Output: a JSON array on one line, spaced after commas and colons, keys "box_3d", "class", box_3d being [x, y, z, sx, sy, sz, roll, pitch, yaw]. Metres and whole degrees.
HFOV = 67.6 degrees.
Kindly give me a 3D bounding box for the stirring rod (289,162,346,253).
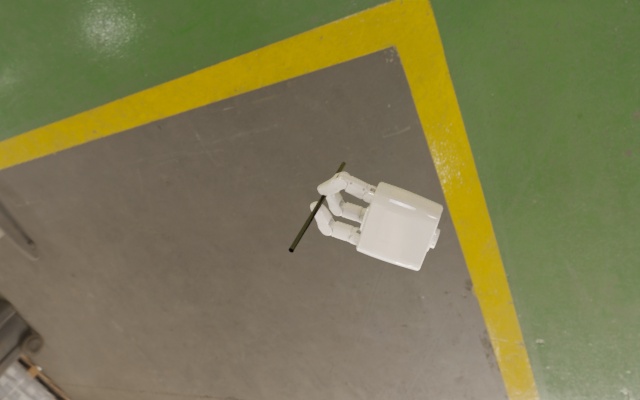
[{"box_3d": [0.000, 0.002, 0.765, 0.011, 0.011, 0.239, 0, 35, 25], "class": "stirring rod"}]
